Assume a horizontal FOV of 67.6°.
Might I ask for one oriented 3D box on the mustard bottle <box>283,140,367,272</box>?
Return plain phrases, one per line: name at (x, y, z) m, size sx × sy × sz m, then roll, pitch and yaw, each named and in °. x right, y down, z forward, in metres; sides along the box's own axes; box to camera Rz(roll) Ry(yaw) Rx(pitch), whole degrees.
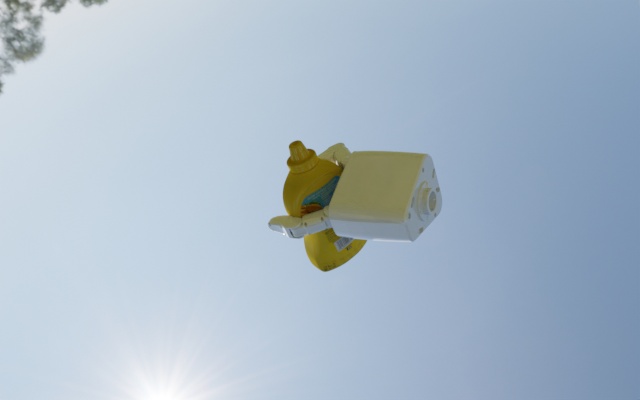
mustard bottle at (0.000, 0.002, 0.655) m, size 0.096 × 0.192 × 0.058 m, roll -36°, pitch 35°, yaw -18°
